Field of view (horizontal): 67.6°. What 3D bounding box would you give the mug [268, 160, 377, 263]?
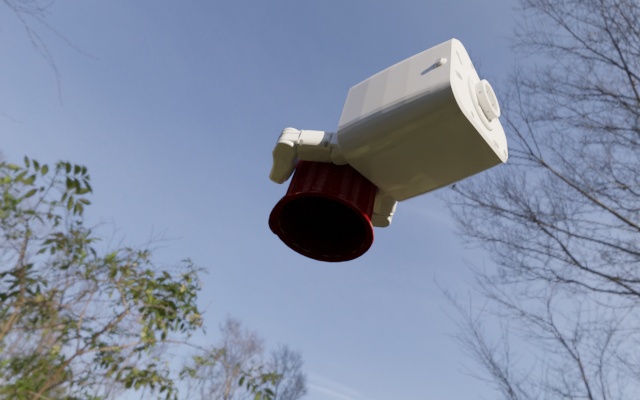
[{"bbox_3d":[-0.001,0.002,0.456,0.117,0.081,0.093,-20,-54,33],"label":"mug"}]
